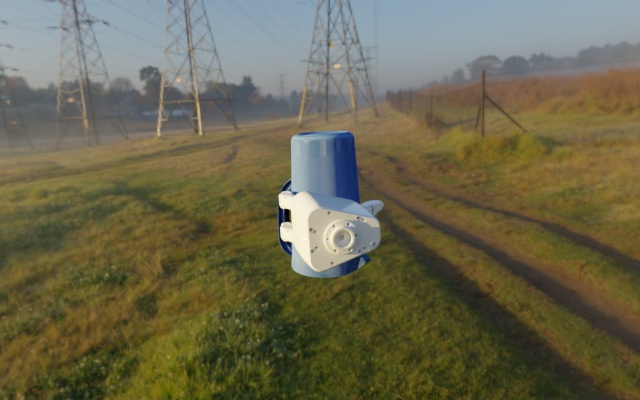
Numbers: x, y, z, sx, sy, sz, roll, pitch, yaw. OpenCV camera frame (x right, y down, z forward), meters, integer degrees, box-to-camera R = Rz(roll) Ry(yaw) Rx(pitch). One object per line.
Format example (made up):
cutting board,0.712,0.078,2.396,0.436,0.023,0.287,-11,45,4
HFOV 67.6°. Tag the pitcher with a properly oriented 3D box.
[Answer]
pitcher,0.000,0.003,0.842,0.149,0.243,0.145,-5,12,-9
